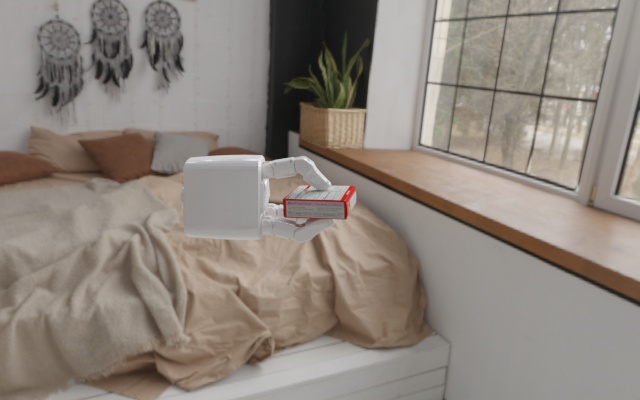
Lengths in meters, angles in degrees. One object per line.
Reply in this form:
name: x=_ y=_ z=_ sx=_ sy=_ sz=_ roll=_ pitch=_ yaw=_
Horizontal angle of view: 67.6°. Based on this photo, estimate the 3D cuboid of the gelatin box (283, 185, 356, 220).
gelatin box: x=0.000 y=0.002 z=0.664 sx=0.089 sy=0.030 sz=0.073 roll=1 pitch=17 yaw=14
